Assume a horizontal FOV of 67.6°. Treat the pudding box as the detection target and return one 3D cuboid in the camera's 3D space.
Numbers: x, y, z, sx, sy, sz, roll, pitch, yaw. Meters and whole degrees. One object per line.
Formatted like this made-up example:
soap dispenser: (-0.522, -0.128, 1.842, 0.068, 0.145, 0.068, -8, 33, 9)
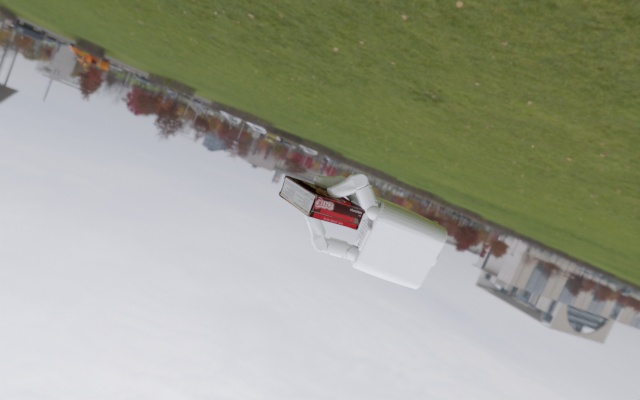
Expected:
pudding box: (0.000, 0.003, 0.720, 0.090, 0.039, 0.113, 18, 6, -32)
